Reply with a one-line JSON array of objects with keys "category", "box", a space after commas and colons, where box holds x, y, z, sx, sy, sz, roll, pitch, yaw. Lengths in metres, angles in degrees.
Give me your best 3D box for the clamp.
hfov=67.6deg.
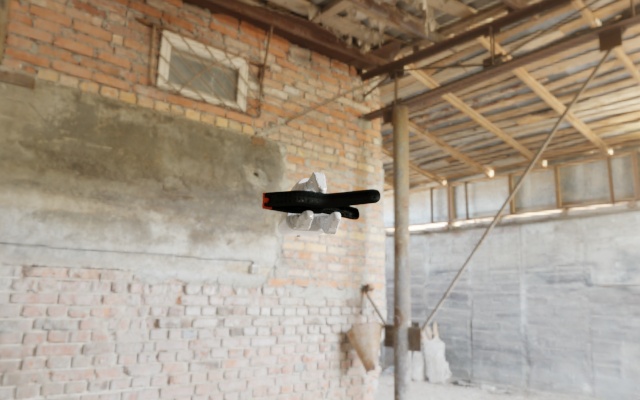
[{"category": "clamp", "box": [0.000, 0.002, 0.884, 0.210, 0.036, 0.164, 5, -16, -16]}]
